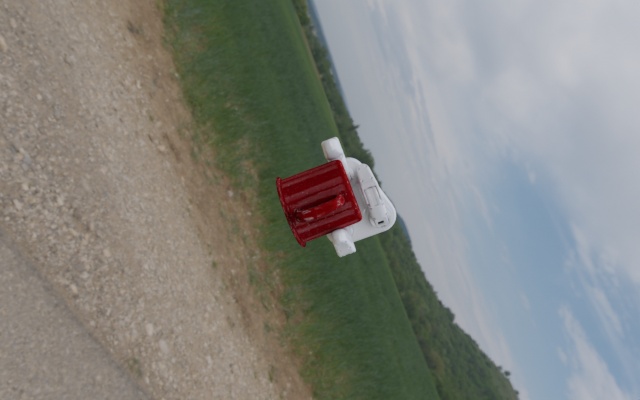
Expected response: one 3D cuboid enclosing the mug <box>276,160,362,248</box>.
[{"bbox_3d":[0.000,0.002,0.570,0.081,0.093,0.117,-21,6,5],"label":"mug"}]
